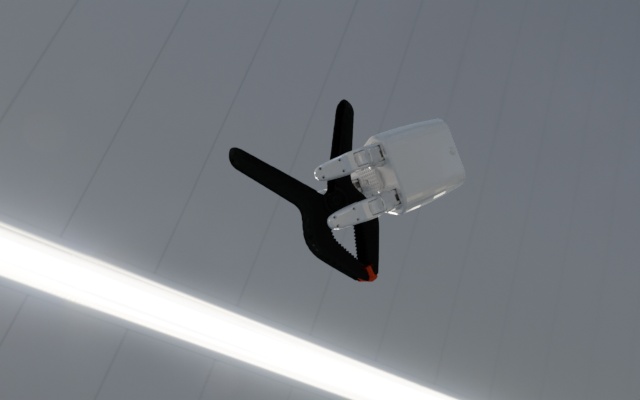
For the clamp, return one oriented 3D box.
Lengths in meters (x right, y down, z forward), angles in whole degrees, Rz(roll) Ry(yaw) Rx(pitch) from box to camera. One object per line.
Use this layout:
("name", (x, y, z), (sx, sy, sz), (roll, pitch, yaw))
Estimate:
("clamp", (0.000, 0.002, 0.542), (0.164, 0.210, 0.036), (-21, 1, -25))
